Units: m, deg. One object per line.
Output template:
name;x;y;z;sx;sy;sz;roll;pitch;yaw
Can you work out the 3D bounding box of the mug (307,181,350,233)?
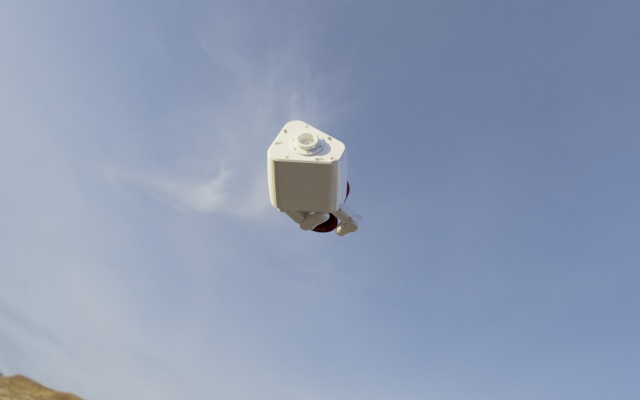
mug;0.000;0.004;0.829;0.093;0.081;0.117;18;-38;13
